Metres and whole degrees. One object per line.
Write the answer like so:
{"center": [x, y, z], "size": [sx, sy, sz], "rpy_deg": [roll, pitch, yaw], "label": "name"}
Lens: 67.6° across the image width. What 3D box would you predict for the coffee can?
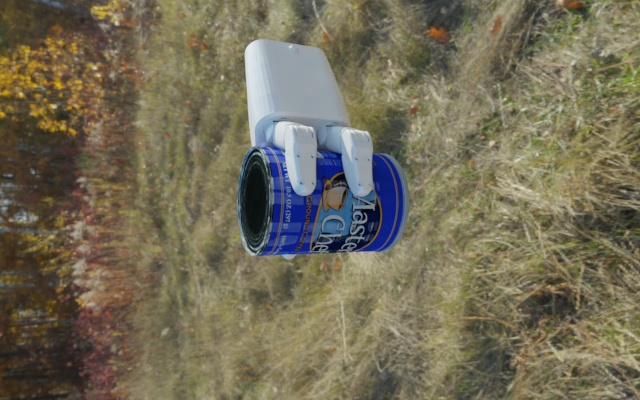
{"center": [0.000, 0.002, 0.469], "size": [0.140, 0.103, 0.103], "rpy_deg": [1, 0, -25], "label": "coffee can"}
